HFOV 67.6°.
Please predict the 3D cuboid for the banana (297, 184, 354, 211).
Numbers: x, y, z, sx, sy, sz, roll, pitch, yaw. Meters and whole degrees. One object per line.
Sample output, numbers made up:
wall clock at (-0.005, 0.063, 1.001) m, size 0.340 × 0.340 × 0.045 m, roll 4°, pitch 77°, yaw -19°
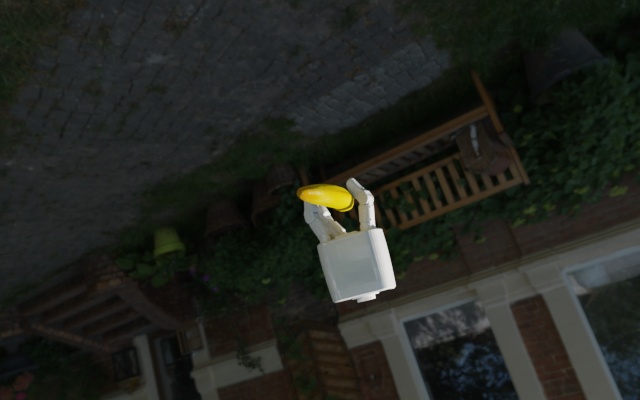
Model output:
banana at (0.019, -0.001, 0.827) m, size 0.069 × 0.037 × 0.198 m, roll -14°, pitch -11°, yaw 12°
